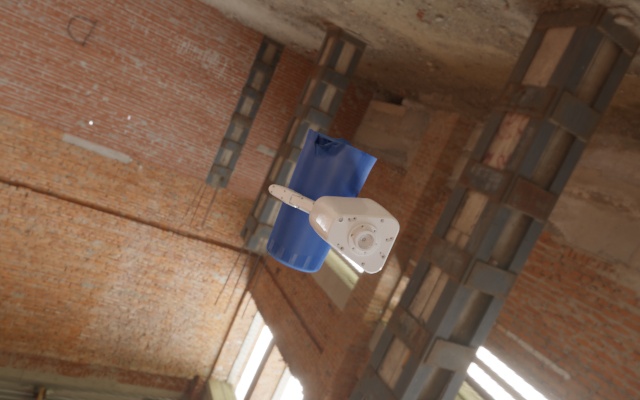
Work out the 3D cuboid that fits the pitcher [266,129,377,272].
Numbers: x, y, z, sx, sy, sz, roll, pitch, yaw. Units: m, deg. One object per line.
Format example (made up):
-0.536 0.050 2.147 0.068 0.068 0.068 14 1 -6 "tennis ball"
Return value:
0.000 0.003 0.877 0.149 0.243 0.145 22 7 -20 "pitcher"
